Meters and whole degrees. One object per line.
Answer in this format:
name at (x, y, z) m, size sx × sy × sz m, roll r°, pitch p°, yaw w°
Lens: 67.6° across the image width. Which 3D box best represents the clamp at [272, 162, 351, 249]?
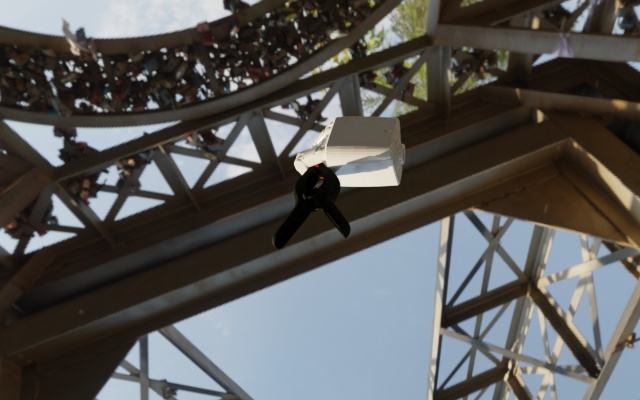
clamp at (0.000, 0.003, 0.737) m, size 0.120 × 0.171 × 0.039 m, roll 0°, pitch -40°, yaw 20°
